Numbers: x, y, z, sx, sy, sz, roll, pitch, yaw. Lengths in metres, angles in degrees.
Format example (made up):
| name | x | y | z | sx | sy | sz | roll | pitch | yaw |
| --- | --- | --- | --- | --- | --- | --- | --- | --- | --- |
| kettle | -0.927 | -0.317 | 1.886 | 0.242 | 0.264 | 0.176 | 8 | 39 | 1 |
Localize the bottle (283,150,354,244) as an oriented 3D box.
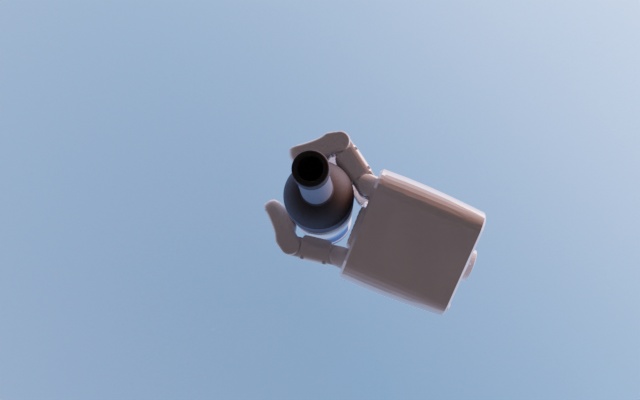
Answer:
| name | x | y | z | sx | sy | sz | roll | pitch | yaw |
| --- | --- | --- | --- | --- | --- | --- | --- | --- | --- |
| bottle | 0.000 | 0.002 | 0.482 | 0.069 | 0.069 | 0.296 | 0 | -10 | 3 |
